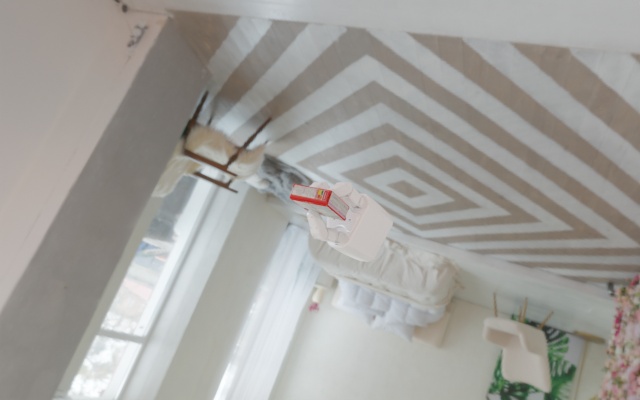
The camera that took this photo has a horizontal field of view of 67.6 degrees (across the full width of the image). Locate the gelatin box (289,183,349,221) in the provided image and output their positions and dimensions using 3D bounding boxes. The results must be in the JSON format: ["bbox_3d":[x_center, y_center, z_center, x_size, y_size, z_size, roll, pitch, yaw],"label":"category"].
[{"bbox_3d":[0.000,0.003,0.817,0.073,0.030,0.089,12,-13,28],"label":"gelatin box"}]
